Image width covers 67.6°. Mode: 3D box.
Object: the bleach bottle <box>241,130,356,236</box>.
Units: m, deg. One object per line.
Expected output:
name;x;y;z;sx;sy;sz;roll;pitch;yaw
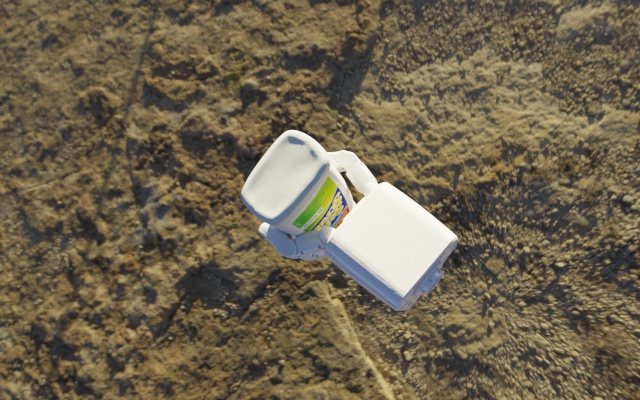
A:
bleach bottle;0.000;0.002;0.599;0.068;0.102;0.251;40;3;22
